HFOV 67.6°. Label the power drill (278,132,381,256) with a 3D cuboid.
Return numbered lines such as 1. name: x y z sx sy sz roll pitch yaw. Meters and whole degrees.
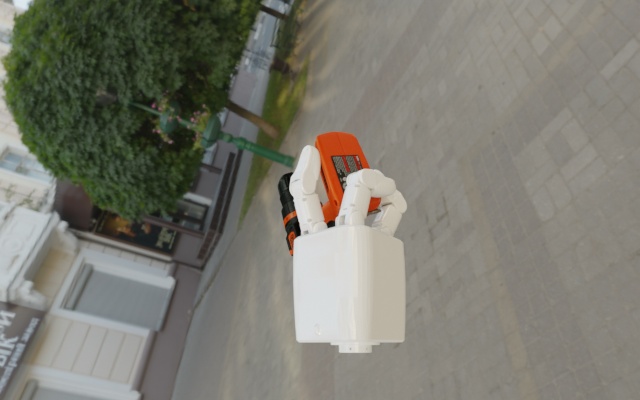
1. power drill: 0.000 0.002 0.599 0.057 0.184 0.188 -7 -30 -24
